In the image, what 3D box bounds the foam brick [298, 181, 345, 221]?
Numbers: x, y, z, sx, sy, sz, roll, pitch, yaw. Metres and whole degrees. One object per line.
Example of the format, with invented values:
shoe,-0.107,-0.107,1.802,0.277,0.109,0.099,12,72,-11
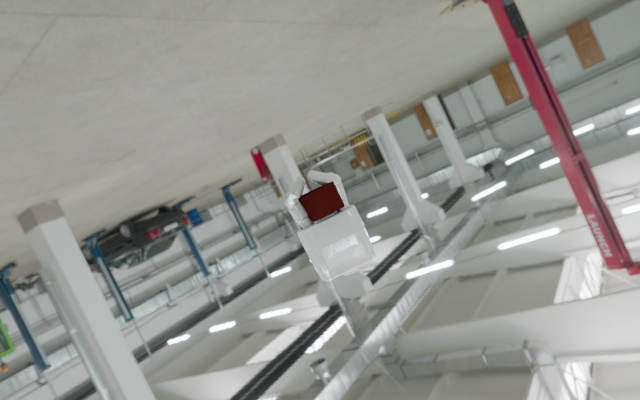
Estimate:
foam brick,0.000,0.003,0.859,0.053,0.051,0.078,-26,2,-18
